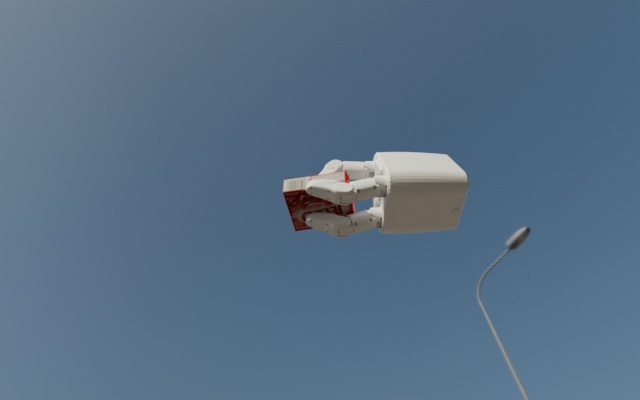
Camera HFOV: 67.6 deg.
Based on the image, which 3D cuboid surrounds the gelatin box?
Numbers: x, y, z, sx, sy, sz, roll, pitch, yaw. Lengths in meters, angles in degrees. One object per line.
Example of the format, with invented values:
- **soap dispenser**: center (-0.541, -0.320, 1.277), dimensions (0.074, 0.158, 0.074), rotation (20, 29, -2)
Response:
- **gelatin box**: center (0.000, 0.002, 0.648), dimensions (0.089, 0.073, 0.030), rotation (-8, 40, 8)
